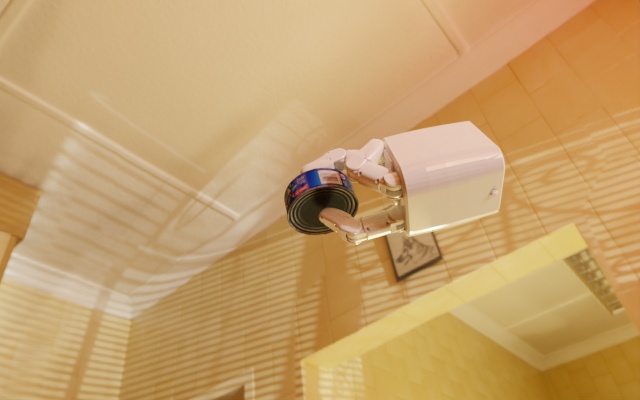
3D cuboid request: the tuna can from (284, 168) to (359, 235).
[{"bbox_3d":[0.000,0.001,0.571,0.086,0.033,0.086,-9,-42,-8],"label":"tuna can"}]
